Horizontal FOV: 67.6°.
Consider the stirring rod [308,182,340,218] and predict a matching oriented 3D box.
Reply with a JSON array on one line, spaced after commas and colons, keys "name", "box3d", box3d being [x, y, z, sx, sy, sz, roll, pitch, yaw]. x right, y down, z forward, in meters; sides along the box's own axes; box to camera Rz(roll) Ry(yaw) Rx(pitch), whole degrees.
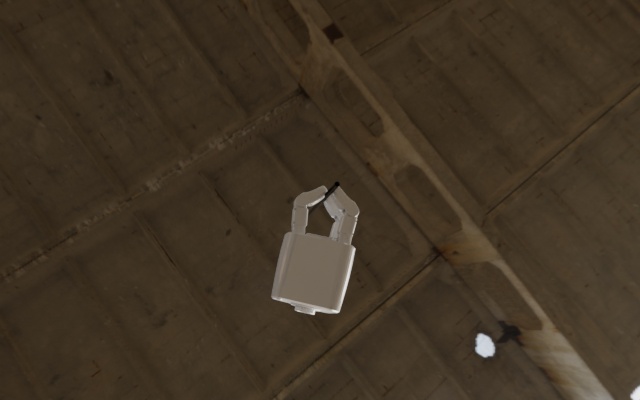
[{"name": "stirring rod", "box3d": [0.000, 0.003, 0.835, 0.011, 0.011, 0.239, 0, -13, -12]}]
